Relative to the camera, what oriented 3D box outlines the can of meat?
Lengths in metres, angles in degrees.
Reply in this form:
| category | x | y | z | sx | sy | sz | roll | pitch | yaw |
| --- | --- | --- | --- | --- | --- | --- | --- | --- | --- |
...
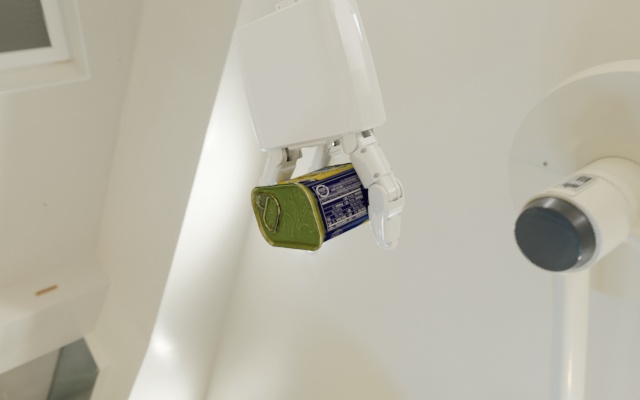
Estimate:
| category | x | y | z | sx | sy | sz | roll | pitch | yaw |
| --- | --- | --- | --- | --- | --- | --- | --- | --- | --- |
| can of meat | 0.000 | 0.001 | 0.424 | 0.084 | 0.057 | 0.102 | -22 | 10 | -32 |
